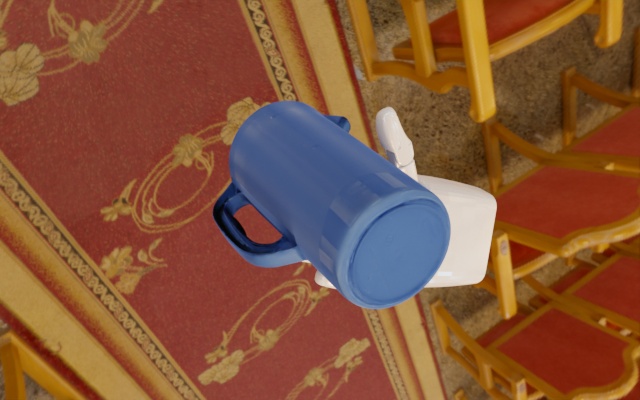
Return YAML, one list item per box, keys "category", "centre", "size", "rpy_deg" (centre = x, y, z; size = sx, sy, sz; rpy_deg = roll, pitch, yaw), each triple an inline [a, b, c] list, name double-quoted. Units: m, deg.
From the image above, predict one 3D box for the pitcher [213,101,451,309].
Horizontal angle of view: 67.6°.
- category: "pitcher"
  centre: [0.000, 0.001, 0.462]
  size: [0.145, 0.149, 0.242]
  rpy_deg: [9, 19, -31]
